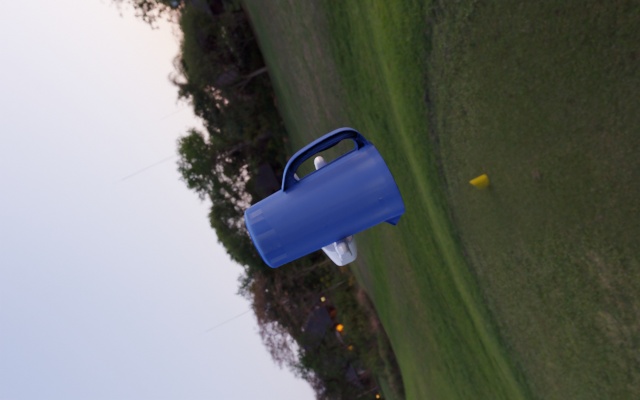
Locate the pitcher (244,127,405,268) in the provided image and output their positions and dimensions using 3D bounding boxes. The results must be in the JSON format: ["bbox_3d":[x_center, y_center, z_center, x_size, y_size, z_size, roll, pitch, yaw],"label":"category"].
[{"bbox_3d":[0.000,0.003,0.777,0.243,0.149,0.145,-26,-24,-1],"label":"pitcher"}]
